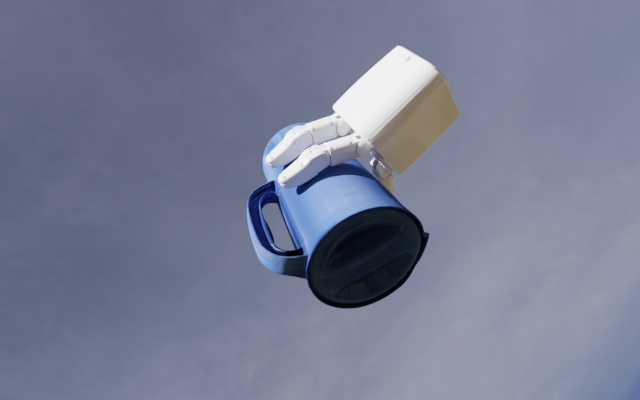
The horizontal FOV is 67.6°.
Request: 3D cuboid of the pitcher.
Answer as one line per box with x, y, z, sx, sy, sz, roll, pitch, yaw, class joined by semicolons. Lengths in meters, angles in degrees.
0.000;0.002;0.572;0.149;0.145;0.242;40;11;-38;pitcher
